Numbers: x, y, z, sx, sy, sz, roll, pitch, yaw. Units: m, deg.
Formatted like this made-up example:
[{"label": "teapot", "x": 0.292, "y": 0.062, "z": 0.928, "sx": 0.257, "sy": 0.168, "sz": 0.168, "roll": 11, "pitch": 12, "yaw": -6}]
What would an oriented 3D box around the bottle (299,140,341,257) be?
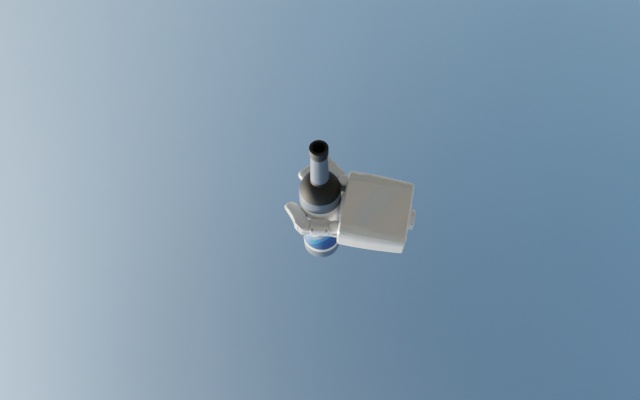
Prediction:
[{"label": "bottle", "x": 0.000, "y": 0.003, "z": 0.779, "sx": 0.069, "sy": 0.069, "sz": 0.296, "roll": 0, "pitch": -31, "yaw": 1}]
